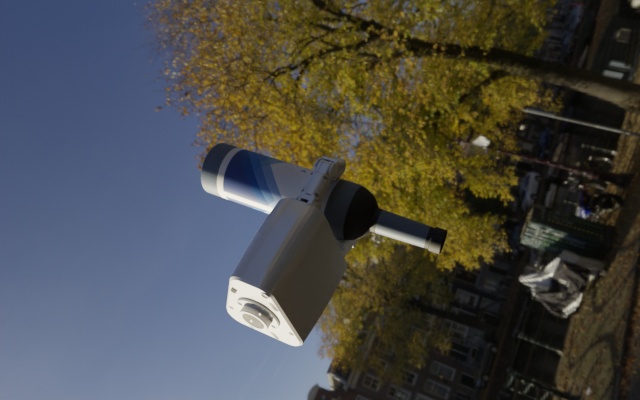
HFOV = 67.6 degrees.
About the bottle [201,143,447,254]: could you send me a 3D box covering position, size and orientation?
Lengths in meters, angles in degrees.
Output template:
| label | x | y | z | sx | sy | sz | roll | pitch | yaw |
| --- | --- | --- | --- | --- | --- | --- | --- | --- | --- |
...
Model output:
| label | x | y | z | sx | sy | sz | roll | pitch | yaw |
| --- | --- | --- | --- | --- | --- | --- | --- | --- | --- |
| bottle | 0.000 | 0.002 | 0.560 | 0.295 | 0.069 | 0.069 | 18 | 6 | 19 |
